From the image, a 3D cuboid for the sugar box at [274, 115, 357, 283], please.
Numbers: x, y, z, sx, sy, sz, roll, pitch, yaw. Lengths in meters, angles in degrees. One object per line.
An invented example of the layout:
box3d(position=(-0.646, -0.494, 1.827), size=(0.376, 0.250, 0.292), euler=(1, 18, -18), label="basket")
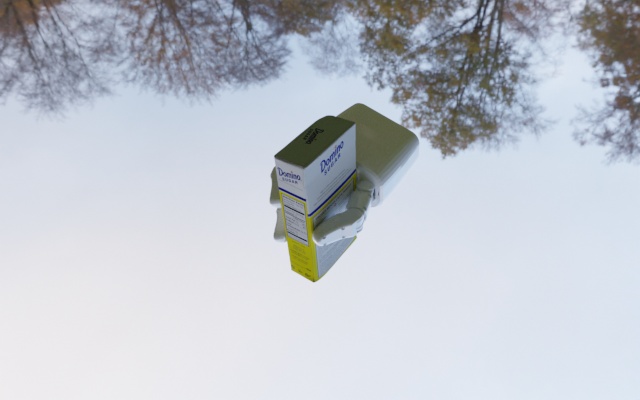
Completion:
box3d(position=(0.000, 0.002, 0.537), size=(0.048, 0.176, 0.093), euler=(22, 48, 29), label="sugar box")
